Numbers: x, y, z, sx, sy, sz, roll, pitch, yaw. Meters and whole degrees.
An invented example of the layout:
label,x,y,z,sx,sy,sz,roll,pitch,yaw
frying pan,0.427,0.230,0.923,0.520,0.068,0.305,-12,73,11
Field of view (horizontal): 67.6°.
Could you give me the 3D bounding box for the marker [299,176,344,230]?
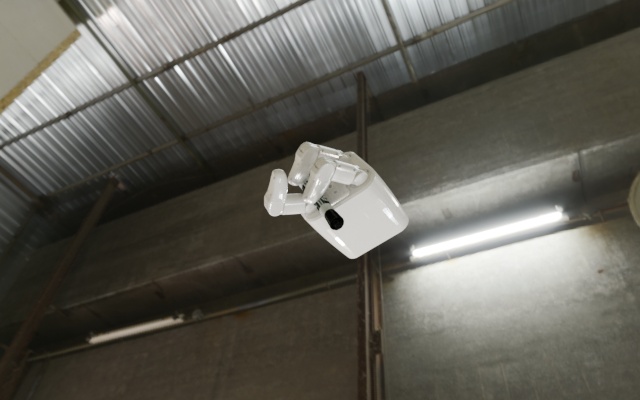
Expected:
label,x,y,z,sx,sy,sz,roll,pitch,yaw
marker,0.000,0.002,0.605,0.020,0.020,0.121,0,27,-24
